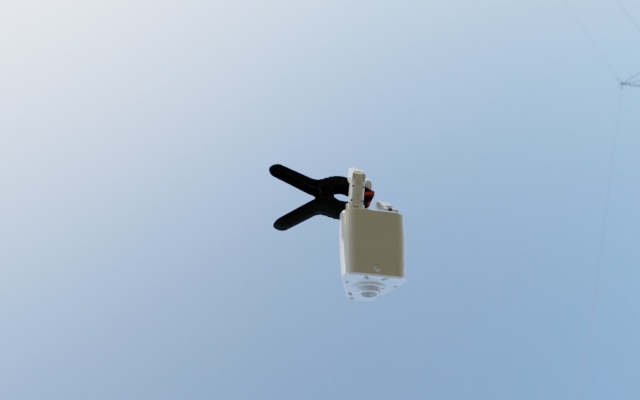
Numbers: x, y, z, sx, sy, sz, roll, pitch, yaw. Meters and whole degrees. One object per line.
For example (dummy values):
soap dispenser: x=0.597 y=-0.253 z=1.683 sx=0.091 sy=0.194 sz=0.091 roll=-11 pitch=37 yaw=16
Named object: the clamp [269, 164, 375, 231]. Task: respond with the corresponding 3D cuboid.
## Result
clamp: x=0.000 y=0.003 z=0.744 sx=0.171 sy=0.120 sz=0.039 roll=7 pitch=-31 yaw=-7
